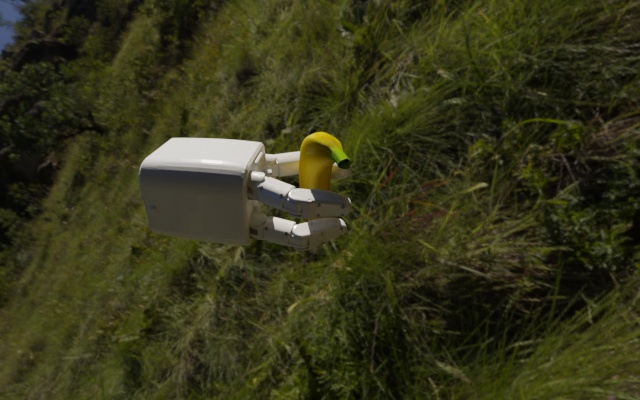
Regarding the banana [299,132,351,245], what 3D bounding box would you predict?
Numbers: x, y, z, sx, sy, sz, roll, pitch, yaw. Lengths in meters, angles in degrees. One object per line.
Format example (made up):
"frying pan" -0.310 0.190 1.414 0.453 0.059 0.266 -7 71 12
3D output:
"banana" -0.003 -0.016 0.509 0.037 0.069 0.198 -7 -25 -8
